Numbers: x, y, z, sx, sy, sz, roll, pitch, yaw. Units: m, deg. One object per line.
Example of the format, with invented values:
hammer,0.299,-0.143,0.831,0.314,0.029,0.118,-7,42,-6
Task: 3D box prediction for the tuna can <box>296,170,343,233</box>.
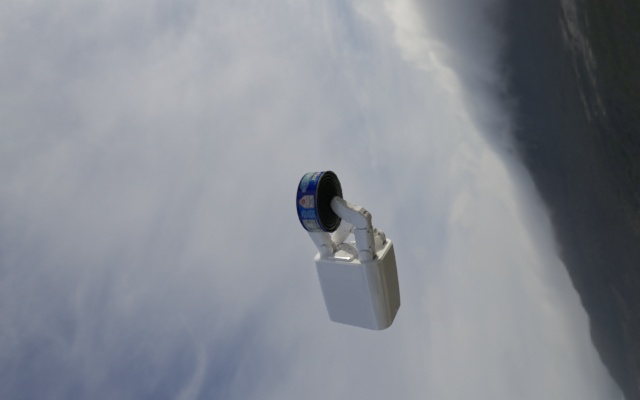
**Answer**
tuna can,0.000,0.002,0.661,0.034,0.086,0.086,-2,-1,26
